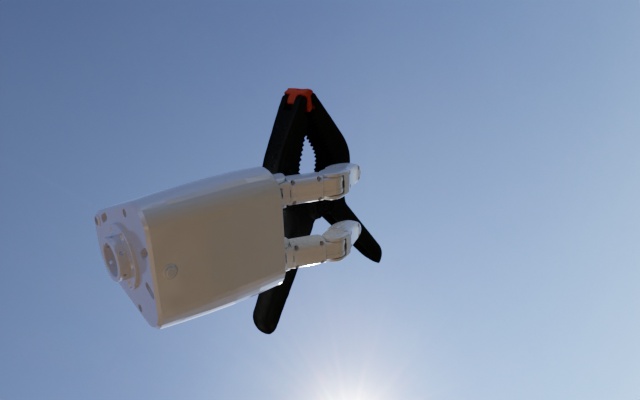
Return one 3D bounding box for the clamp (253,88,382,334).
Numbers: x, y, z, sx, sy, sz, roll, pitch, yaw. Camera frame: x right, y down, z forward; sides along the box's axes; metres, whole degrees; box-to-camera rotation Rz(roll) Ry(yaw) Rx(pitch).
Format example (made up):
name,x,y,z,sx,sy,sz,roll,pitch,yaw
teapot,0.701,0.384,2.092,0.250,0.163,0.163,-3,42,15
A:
name,x,y,z,sx,sy,sz,roll,pitch,yaw
clamp,-0.001,0.001,0.445,0.164,0.210,0.036,-18,24,-42
